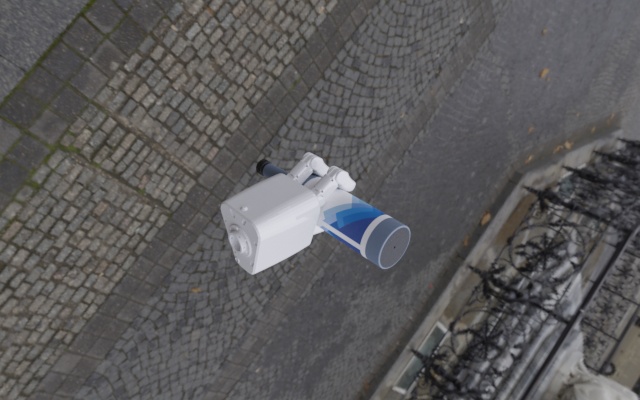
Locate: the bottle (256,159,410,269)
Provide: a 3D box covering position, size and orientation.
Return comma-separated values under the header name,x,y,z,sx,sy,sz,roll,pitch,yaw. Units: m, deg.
name,x,y,z,sx,sy,sz,roll,pitch,yaw
bottle,0.000,0.002,0.730,0.295,0.069,0.069,31,20,37
